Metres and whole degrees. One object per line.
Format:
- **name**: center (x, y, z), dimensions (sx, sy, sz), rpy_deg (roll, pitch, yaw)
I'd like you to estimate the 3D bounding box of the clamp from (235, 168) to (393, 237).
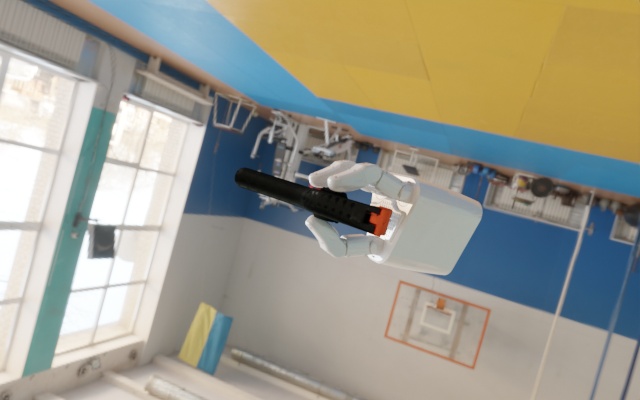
- **clamp**: center (0.000, 0.003, 0.535), dimensions (0.164, 0.036, 0.210), rpy_deg (16, 2, -25)
